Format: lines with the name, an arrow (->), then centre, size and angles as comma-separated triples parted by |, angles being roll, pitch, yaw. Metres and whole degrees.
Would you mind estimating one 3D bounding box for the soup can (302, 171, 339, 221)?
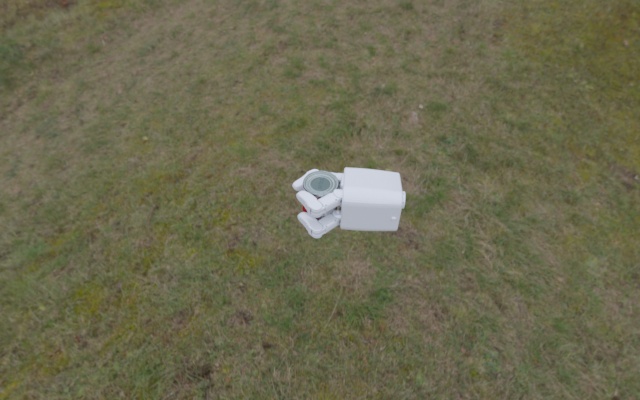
soup can -> 0.000, 0.003, 0.894 | 0.068, 0.068, 0.102 | 0, -43, -1
